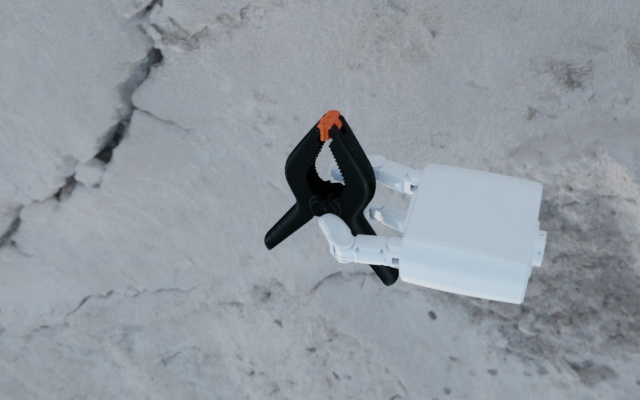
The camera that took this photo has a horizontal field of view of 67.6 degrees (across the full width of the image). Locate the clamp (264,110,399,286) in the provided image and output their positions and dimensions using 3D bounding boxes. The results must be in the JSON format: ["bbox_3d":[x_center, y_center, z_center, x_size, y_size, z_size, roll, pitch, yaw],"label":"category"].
[{"bbox_3d":[0.000,0.002,0.502,0.164,0.210,0.036,9,43,20],"label":"clamp"}]
